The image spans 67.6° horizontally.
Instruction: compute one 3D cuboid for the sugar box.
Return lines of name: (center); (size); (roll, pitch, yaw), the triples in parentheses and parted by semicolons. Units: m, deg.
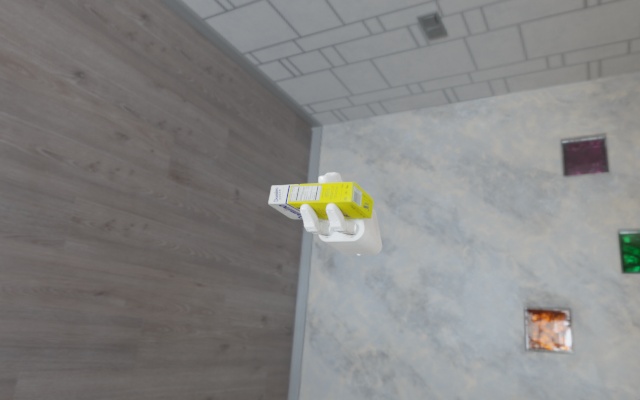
sugar box: (0.000, 0.003, 0.896); (0.176, 0.048, 0.093); (-5, -24, 30)
